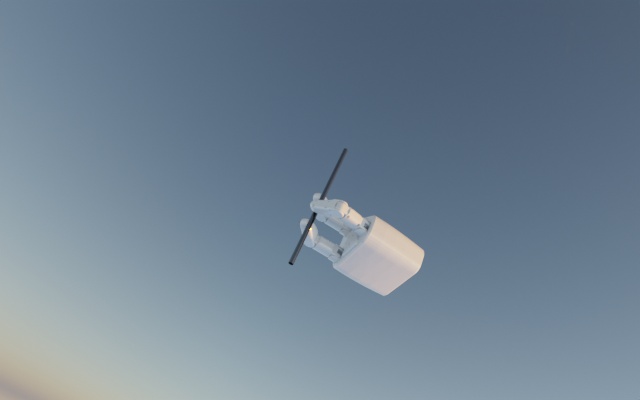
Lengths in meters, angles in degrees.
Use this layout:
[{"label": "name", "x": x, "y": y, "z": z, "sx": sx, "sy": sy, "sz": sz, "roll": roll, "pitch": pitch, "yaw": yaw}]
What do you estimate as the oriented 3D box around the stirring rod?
[{"label": "stirring rod", "x": 0.000, "y": 0.002, "z": 0.772, "sx": 0.011, "sy": 0.239, "sz": 0.011, "roll": 18, "pitch": -33, "yaw": 12}]
